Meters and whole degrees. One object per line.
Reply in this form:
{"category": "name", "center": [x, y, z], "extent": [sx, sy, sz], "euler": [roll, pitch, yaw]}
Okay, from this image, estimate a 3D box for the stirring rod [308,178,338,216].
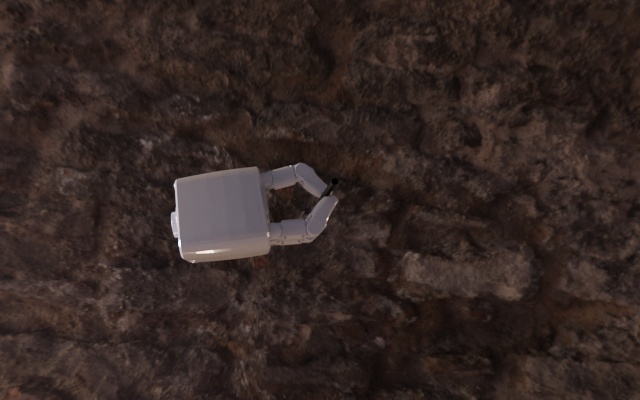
{"category": "stirring rod", "center": [0.000, 0.002, 0.649], "extent": [0.011, 0.011, 0.239], "euler": [0, -11, -8]}
